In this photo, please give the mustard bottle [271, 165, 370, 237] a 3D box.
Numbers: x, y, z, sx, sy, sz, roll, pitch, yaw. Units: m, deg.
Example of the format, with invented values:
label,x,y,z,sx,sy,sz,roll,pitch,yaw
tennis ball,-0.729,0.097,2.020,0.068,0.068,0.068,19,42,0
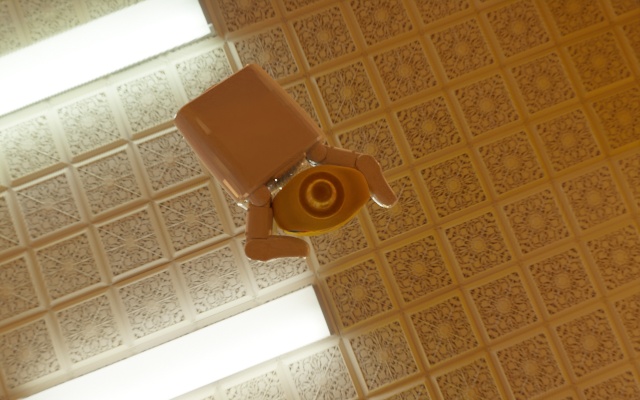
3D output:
label,x,y,z,sx,sy,sz,roll,pitch,yaw
mustard bottle,0.000,0.002,0.479,0.096,0.058,0.191,-17,-6,-2
